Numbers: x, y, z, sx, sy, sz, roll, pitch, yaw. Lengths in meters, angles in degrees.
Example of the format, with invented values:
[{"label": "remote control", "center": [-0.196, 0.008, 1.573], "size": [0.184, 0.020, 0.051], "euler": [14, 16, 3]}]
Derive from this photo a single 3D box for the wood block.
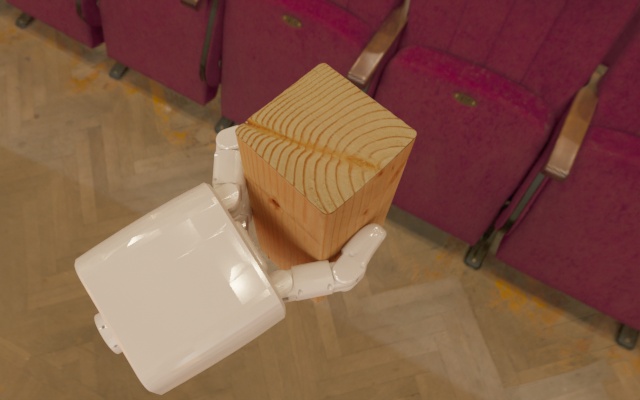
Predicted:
[{"label": "wood block", "center": [0.000, 0.002, 0.408], "size": [0.090, 0.091, 0.206], "euler": [-42, -18, -20]}]
